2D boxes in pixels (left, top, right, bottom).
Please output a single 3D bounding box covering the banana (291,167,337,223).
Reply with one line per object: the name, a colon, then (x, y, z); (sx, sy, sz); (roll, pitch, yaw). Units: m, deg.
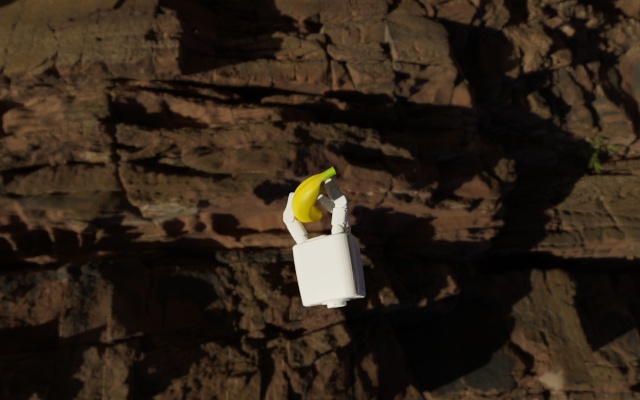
banana: (-0.017, 0.005, 0.811); (0.069, 0.037, 0.198); (-12, -19, -13)
